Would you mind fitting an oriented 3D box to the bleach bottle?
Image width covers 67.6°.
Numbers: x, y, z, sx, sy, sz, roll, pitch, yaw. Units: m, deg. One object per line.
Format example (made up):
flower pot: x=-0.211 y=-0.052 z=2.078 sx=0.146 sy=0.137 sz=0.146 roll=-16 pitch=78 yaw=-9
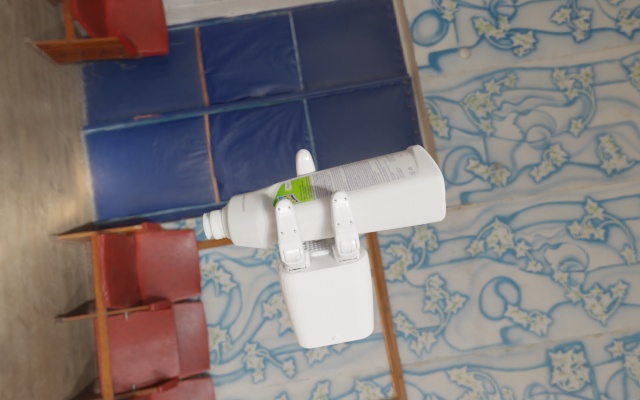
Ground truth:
bleach bottle: x=0.000 y=0.002 z=0.522 sx=0.251 sy=0.068 sz=0.102 roll=-10 pitch=26 yaw=-1
